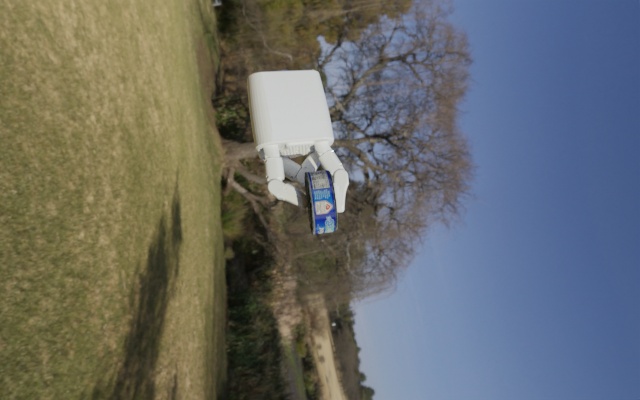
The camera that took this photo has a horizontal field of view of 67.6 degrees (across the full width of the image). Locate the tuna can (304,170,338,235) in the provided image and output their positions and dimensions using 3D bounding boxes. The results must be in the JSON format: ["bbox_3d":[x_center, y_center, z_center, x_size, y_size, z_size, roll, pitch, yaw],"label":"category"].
[{"bbox_3d":[0.001,0.002,0.646,0.034,0.086,0.086,-7,0,-5],"label":"tuna can"}]
